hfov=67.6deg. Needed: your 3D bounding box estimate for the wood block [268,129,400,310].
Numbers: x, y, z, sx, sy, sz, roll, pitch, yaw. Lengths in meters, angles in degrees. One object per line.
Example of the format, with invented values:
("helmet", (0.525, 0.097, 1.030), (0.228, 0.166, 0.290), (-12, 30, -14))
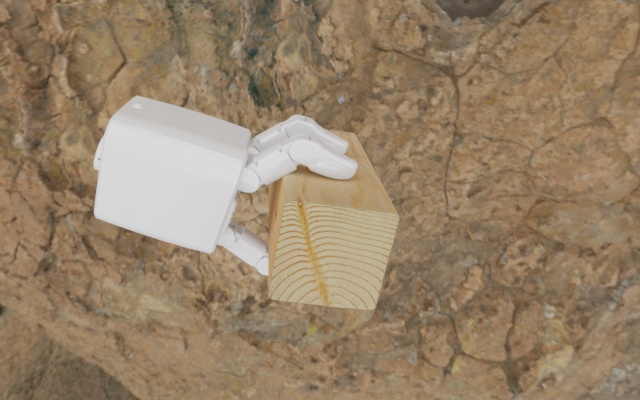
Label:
("wood block", (0.000, 0.002, 0.457), (0.090, 0.091, 0.206), (8, 24, -9))
